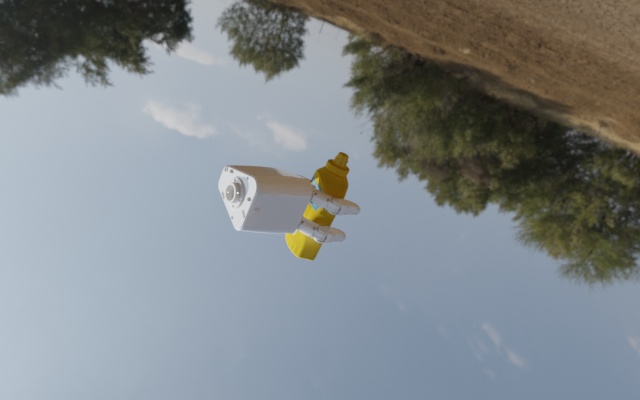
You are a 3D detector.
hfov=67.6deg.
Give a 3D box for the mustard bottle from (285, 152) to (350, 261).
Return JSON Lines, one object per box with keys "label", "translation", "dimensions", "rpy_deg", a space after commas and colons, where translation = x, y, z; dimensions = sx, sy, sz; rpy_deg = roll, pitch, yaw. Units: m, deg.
{"label": "mustard bottle", "translation": [0.000, 0.003, 0.831], "dimensions": [0.058, 0.192, 0.096], "rpy_deg": [16, 23, -22]}
